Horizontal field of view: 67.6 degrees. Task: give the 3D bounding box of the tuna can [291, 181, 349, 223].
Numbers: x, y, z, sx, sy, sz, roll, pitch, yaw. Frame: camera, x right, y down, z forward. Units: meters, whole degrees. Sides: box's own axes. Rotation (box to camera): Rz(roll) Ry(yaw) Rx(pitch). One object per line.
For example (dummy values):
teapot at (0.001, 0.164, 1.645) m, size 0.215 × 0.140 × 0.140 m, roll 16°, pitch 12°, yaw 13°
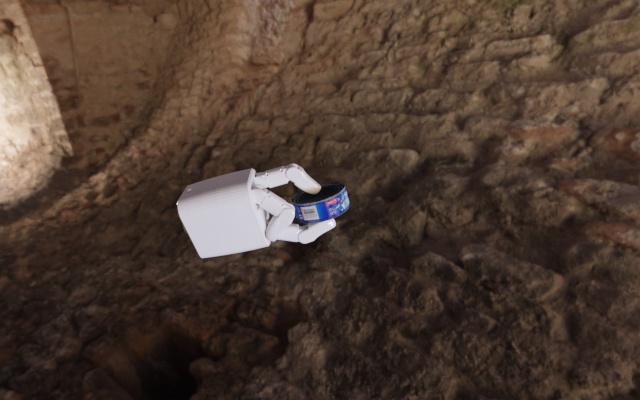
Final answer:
tuna can at (0.000, 0.003, 0.727) m, size 0.086 × 0.034 × 0.086 m, roll -15°, pitch 18°, yaw 5°
